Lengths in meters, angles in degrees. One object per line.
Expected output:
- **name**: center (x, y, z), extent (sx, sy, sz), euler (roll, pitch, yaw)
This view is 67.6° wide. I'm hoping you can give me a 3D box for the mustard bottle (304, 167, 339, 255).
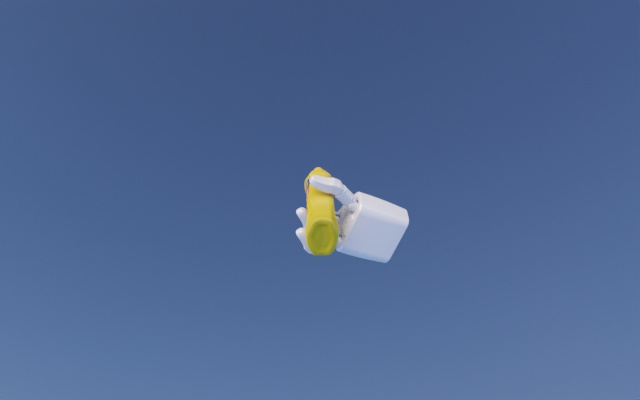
- **mustard bottle**: center (0.000, 0.003, 0.888), extent (0.058, 0.096, 0.191), euler (-2, 42, -1)
